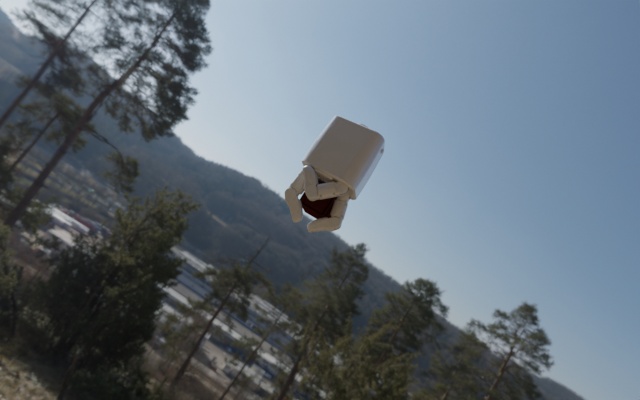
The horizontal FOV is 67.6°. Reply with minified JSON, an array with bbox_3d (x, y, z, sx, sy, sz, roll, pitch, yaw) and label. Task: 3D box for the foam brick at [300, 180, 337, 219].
[{"bbox_3d":[0.000,0.003,0.864,0.053,0.051,0.078,30,-10,13],"label":"foam brick"}]
